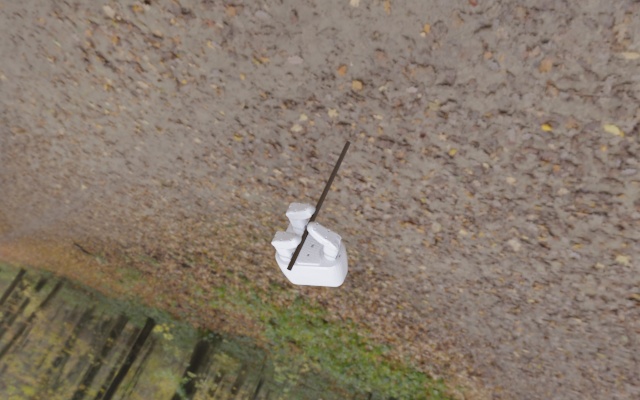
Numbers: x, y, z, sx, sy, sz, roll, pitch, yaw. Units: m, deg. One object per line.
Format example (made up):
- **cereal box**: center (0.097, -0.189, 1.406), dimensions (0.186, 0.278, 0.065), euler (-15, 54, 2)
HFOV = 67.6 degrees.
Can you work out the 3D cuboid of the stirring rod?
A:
- **stirring rod**: center (0.000, 0.002, 0.752), dimensions (0.011, 0.239, 0.011), euler (21, -24, 10)
